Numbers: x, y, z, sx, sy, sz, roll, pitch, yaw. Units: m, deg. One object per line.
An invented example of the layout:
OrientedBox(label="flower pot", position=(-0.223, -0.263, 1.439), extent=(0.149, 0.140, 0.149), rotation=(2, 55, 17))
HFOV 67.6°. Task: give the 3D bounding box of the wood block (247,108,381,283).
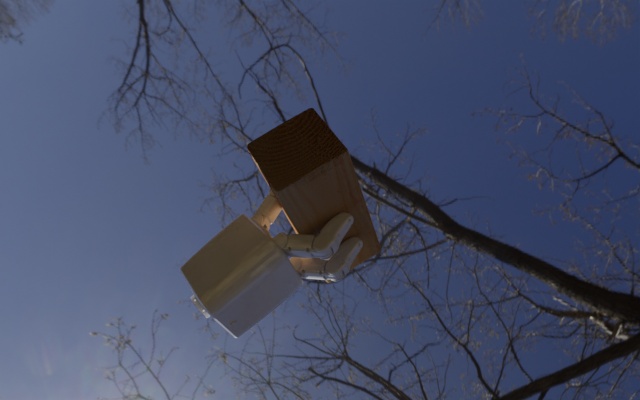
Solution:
OrientedBox(label="wood block", position=(0.000, 0.002, 0.593), extent=(0.090, 0.090, 0.206), rotation=(-31, -39, -6))
